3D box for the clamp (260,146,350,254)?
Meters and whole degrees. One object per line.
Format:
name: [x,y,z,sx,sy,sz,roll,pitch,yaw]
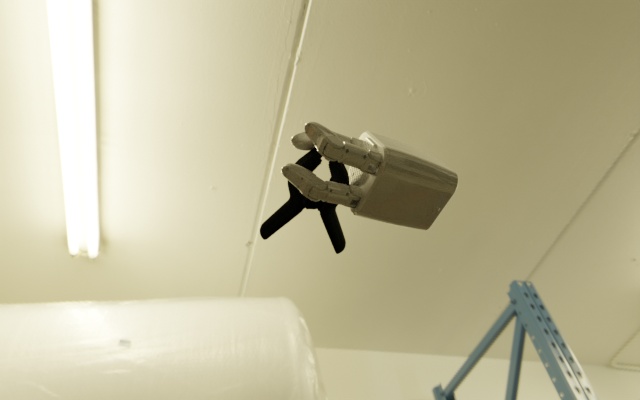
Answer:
clamp: [0.000,0.002,0.630,0.120,0.171,0.039,16,36,-17]
